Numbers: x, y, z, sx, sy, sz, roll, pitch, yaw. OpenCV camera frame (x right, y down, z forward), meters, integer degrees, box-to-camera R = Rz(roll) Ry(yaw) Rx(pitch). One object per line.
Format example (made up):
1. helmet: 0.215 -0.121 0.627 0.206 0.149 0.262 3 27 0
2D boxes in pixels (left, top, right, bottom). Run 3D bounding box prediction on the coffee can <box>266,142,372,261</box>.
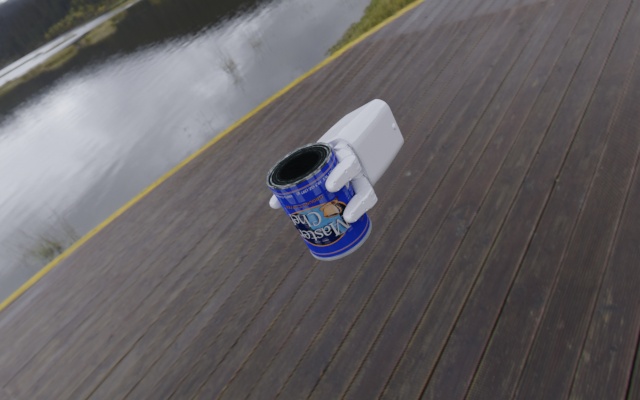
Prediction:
1. coffee can: 0.000 0.002 0.691 0.103 0.140 0.102 -23 30 14
